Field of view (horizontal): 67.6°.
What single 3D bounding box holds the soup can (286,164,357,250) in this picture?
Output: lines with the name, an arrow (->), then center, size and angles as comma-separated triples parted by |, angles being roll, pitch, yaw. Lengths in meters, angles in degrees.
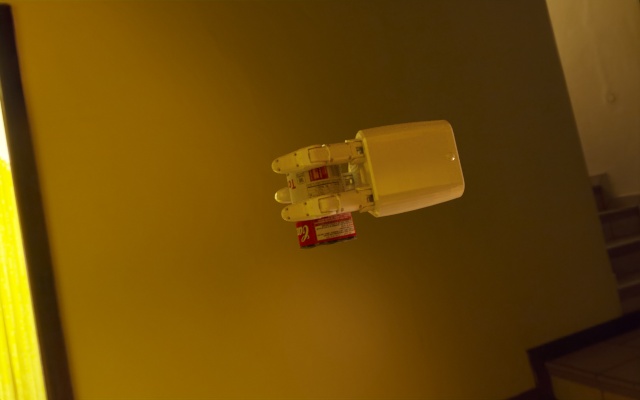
soup can -> 0.000, 0.002, 0.561 | 0.068, 0.102, 0.068 | -11, -4, -1
